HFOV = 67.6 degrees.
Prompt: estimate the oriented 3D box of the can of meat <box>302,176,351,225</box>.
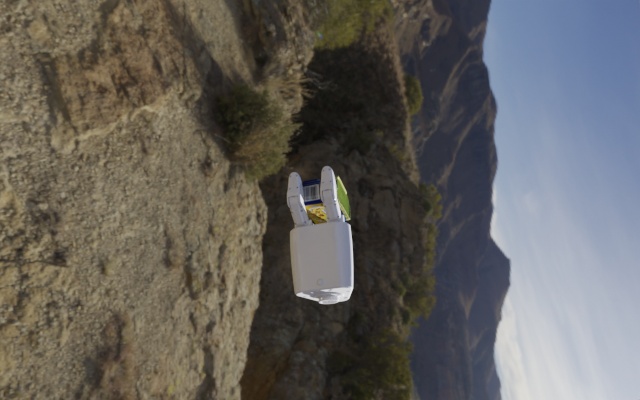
[{"bbox_3d":[0.000,0.003,0.813,0.084,0.057,0.102,-9,-27,13],"label":"can of meat"}]
